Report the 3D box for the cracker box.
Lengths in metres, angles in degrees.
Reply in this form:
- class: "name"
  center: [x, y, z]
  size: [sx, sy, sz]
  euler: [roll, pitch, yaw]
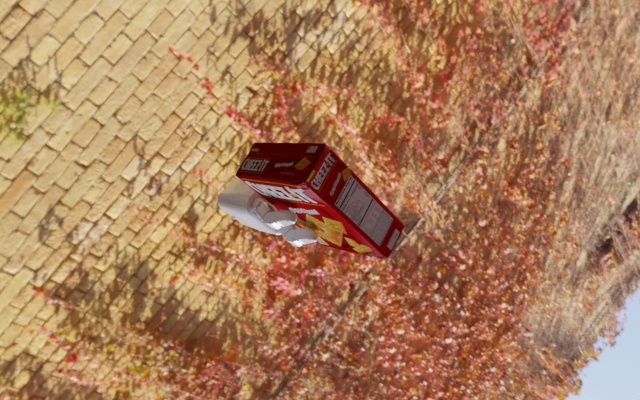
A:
- class: "cracker box"
  center: [0.000, 0.002, 0.724]
  size: [0.164, 0.072, 0.214]
  euler: [8, -27, 47]
